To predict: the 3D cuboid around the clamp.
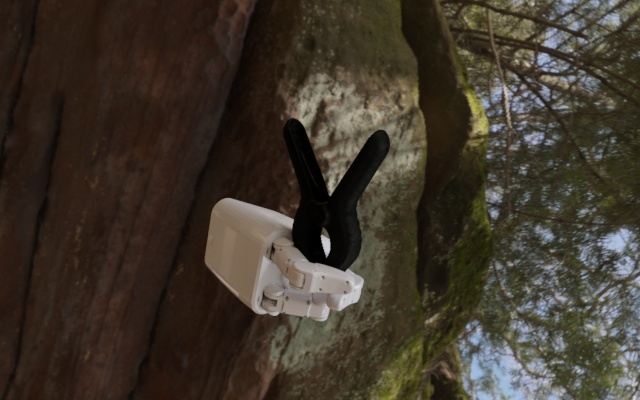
[{"bbox_3d":[0.001,0.002,0.466,0.039,0.171,0.120,-5,24,-44],"label":"clamp"}]
